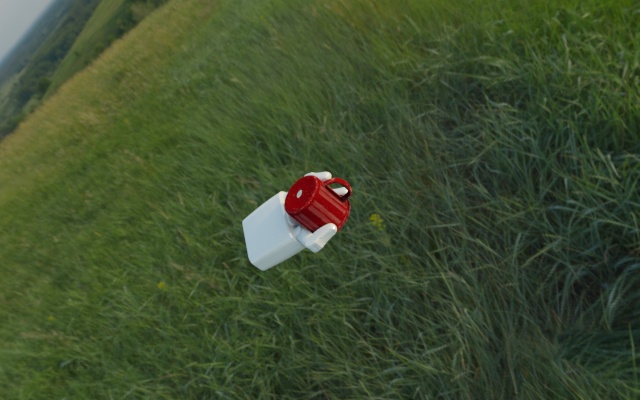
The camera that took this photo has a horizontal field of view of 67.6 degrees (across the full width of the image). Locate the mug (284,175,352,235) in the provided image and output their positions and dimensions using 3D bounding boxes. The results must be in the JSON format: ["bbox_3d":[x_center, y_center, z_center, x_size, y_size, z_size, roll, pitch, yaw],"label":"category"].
[{"bbox_3d":[0.001,0.002,0.828,0.117,0.093,0.081,-35,-53,23],"label":"mug"}]
